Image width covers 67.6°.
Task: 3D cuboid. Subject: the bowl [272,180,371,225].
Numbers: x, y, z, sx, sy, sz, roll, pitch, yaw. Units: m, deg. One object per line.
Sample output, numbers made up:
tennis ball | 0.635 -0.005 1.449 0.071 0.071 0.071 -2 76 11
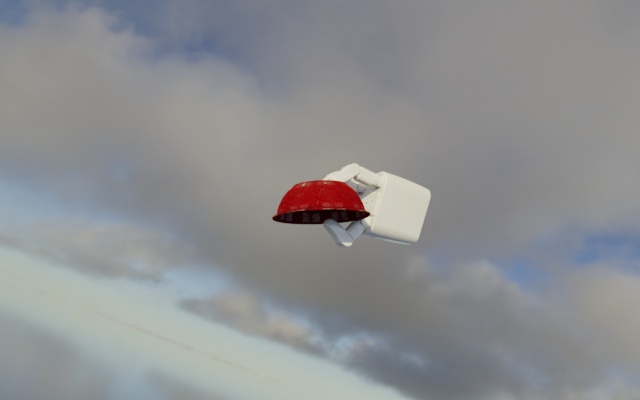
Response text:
bowl | -0.001 0.002 0.788 0.162 0.055 0.162 -3 -10 0
